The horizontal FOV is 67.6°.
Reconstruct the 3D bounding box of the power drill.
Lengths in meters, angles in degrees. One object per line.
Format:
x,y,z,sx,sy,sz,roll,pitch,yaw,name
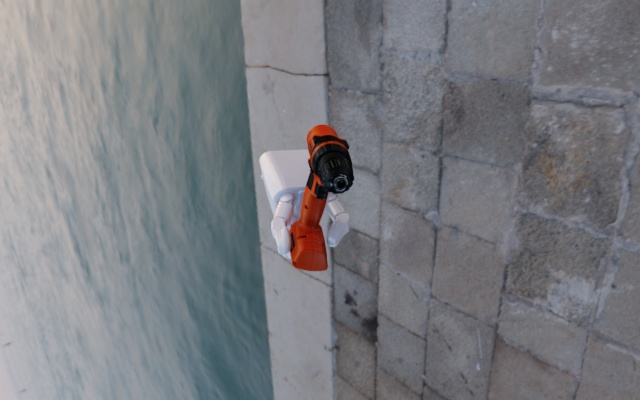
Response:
0.000,0.002,0.668,0.057,0.188,0.184,9,24,-10,power drill
